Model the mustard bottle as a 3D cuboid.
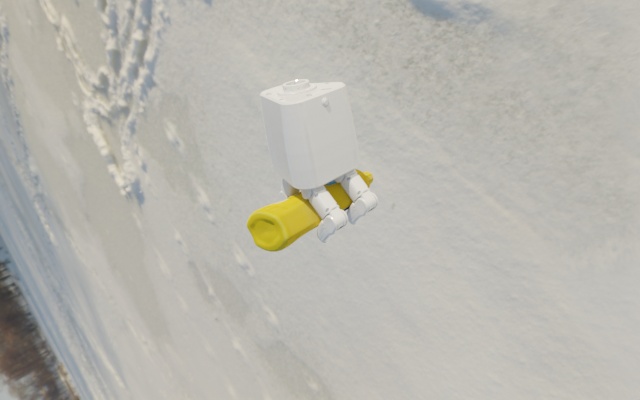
[{"bbox_3d":[0.000,0.003,0.644,0.191,0.058,0.096,-28,5,-33],"label":"mustard bottle"}]
